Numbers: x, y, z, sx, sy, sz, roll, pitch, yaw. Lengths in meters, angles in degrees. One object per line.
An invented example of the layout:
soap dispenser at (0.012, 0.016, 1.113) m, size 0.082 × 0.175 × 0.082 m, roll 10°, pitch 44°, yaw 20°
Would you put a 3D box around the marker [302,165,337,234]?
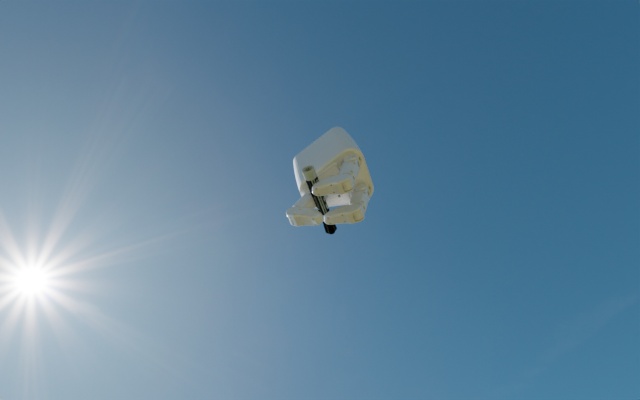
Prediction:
marker at (0.000, 0.002, 0.715) m, size 0.020 × 0.121 × 0.020 m, roll -15°, pitch 32°, yaw 10°
